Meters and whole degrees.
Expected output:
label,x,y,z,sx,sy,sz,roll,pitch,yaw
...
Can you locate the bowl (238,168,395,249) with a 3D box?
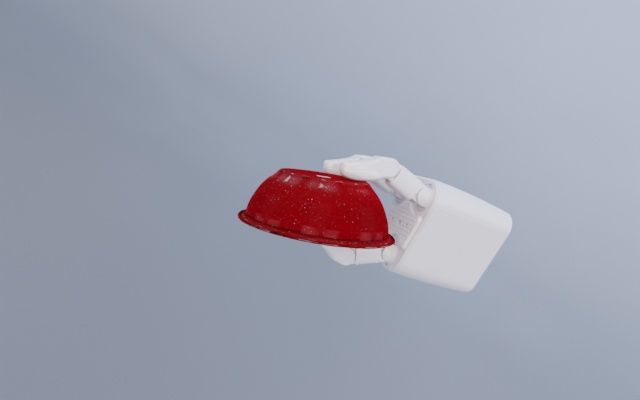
label,x,y,z,sx,sy,sz,roll,pitch,yaw
bowl,-0.001,0.001,0.483,0.162,0.055,0.162,9,7,-1
